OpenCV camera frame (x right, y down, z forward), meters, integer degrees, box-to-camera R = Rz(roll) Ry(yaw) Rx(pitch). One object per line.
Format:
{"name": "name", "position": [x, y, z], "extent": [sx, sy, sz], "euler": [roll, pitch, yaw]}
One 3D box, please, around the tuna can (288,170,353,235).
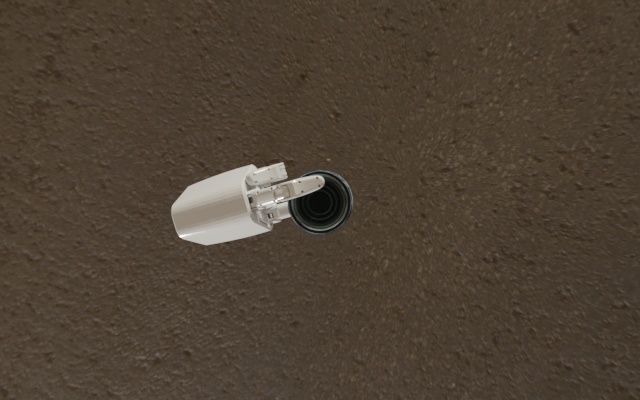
{"name": "tuna can", "position": [0.000, 0.002, 0.629], "extent": [0.086, 0.086, 0.034], "euler": [0, 1, 5]}
